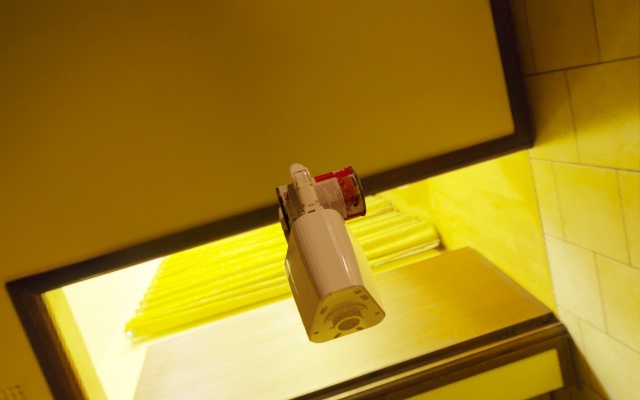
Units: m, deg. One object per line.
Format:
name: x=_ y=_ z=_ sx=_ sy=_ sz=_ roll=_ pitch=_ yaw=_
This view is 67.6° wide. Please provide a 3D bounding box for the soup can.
soup can: x=0.000 y=0.002 z=0.613 sx=0.102 sy=0.068 sz=0.068 roll=-17 pitch=2 yaw=-6
